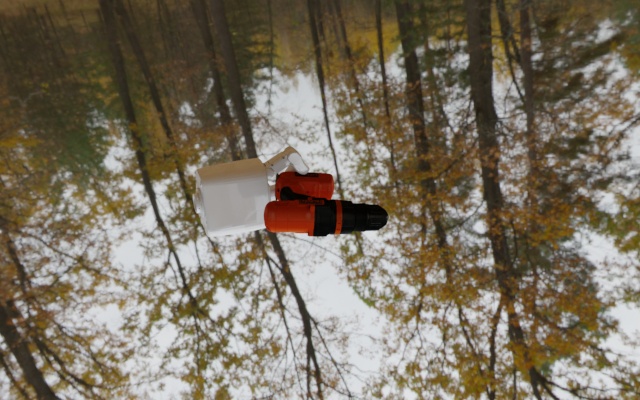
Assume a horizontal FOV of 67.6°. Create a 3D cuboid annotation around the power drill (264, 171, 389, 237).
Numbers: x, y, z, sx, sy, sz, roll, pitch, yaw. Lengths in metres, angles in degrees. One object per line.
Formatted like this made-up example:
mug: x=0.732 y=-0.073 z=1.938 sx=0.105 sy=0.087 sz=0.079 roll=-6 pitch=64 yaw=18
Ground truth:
power drill: x=0.000 y=0.002 z=0.764 sx=0.184 sy=0.057 sz=0.187 roll=3 pitch=16 yaw=-9
